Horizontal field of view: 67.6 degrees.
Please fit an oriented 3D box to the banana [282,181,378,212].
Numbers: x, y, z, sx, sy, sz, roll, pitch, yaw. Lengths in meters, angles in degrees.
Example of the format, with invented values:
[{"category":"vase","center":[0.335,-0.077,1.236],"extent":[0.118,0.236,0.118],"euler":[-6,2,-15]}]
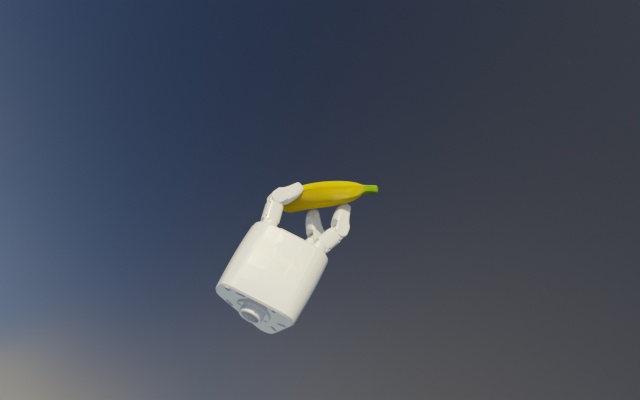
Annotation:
[{"category":"banana","center":[-0.010,-0.002,0.743],"extent":[0.198,0.037,0.070],"euler":[-8,-19,41]}]
